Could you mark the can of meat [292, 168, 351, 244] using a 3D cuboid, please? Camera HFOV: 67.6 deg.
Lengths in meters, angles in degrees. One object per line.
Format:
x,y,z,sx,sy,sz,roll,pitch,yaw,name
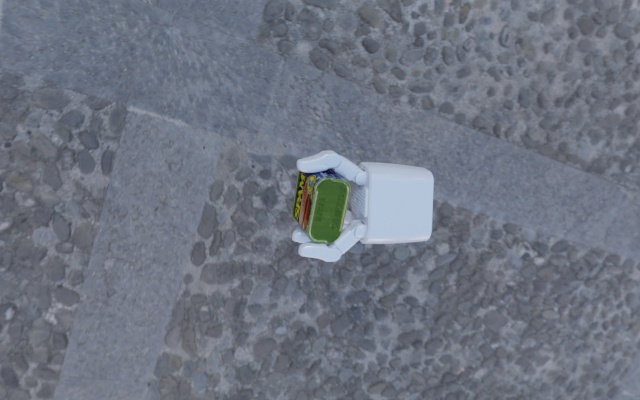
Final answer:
0.000,0.002,0.689,0.057,0.102,0.084,4,18,-19,can of meat
